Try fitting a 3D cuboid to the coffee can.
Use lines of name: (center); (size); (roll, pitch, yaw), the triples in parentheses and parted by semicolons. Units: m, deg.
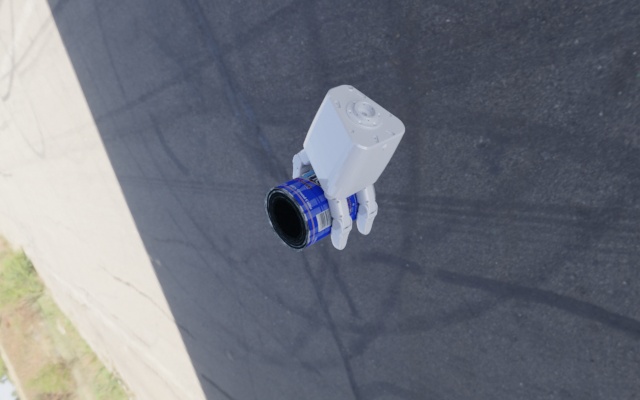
coffee can: (0.000, 0.002, 0.736); (0.140, 0.103, 0.103); (-27, 16, -34)
